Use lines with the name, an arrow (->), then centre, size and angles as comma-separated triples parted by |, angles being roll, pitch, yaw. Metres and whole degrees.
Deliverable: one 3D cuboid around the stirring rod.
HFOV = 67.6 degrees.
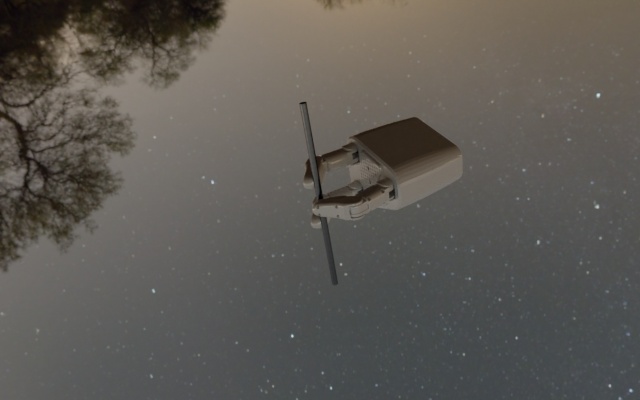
stirring rod -> 0.000, 0.002, 0.562 | 0.011, 0.240, 0.011 | -8, 27, 4
